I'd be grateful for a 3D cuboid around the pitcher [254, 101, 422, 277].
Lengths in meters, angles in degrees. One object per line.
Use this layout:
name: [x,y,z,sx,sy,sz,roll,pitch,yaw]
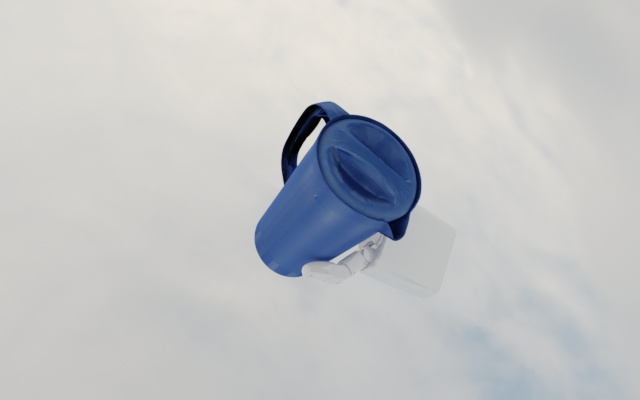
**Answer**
pitcher: [0.000,0.002,0.607,0.145,0.149,0.243,25,-36,-16]
